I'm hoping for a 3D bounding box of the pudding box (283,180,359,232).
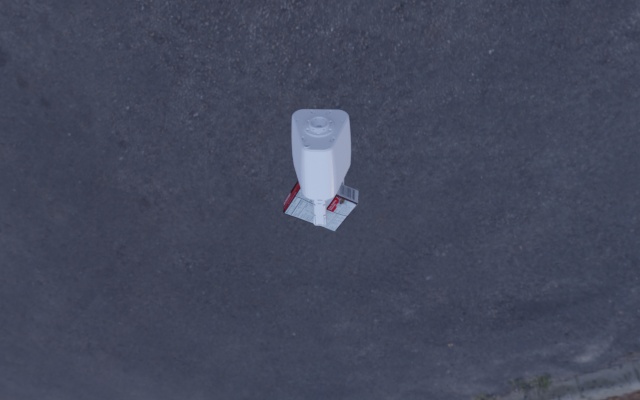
[{"bbox_3d":[0.000,0.003,0.868,0.113,0.039,0.090,22,-46,-16],"label":"pudding box"}]
